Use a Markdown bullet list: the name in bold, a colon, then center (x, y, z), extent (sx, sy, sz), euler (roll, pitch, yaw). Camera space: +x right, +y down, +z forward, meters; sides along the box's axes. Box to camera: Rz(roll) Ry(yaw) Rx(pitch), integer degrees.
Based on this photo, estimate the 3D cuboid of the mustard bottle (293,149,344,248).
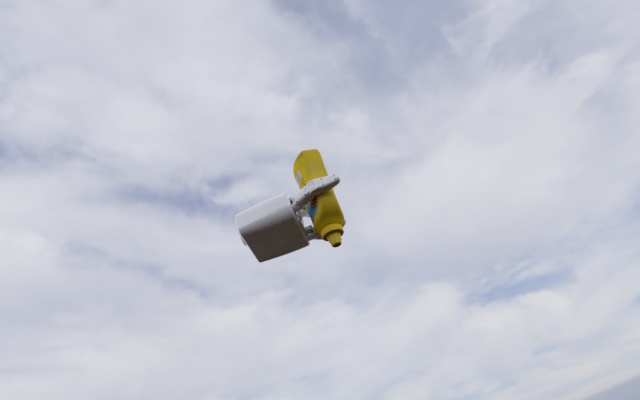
- **mustard bottle**: center (0.000, 0.003, 0.887), extent (0.058, 0.191, 0.096), euler (-9, -34, -17)
